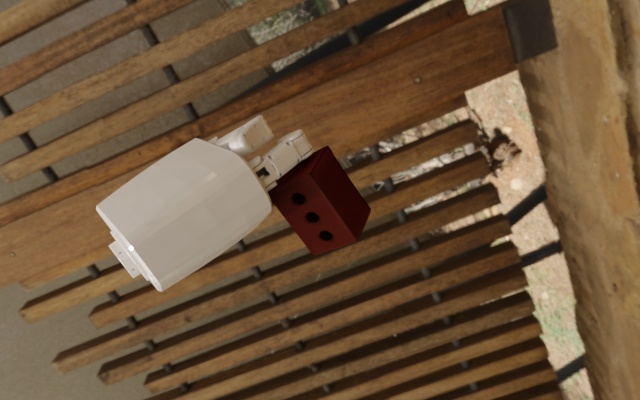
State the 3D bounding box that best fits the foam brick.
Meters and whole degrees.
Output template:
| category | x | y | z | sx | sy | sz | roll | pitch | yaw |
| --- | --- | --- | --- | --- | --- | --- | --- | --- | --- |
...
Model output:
| category | x | y | z | sx | sy | sz | roll | pitch | yaw |
| --- | --- | --- | --- | --- | --- | --- | --- | --- | --- |
| foam brick | 0.000 | 0.002 | 0.433 | 0.053 | 0.078 | 0.051 | -23 | 24 | 32 |
